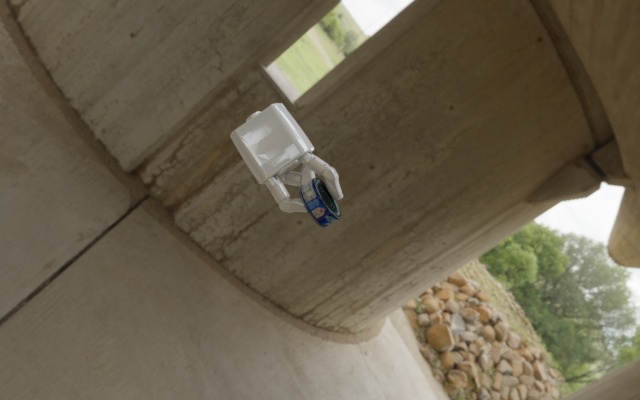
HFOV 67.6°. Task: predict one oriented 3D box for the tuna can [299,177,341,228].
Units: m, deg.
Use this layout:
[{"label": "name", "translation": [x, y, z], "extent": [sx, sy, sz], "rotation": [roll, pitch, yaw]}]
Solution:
[{"label": "tuna can", "translation": [0.001, 0.003, 0.839], "extent": [0.034, 0.086, 0.086], "rotation": [-31, -9, 16]}]
